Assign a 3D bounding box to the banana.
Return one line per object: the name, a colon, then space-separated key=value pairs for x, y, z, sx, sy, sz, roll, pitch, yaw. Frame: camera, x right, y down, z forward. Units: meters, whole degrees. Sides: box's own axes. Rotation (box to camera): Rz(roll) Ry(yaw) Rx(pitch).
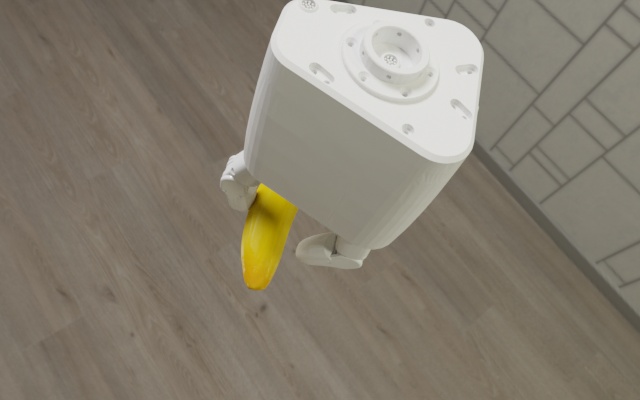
banana: x=-0.012 y=-0.013 z=0.409 sx=0.197 sy=0.069 sz=0.037 roll=-45 pitch=-5 yaw=-29
